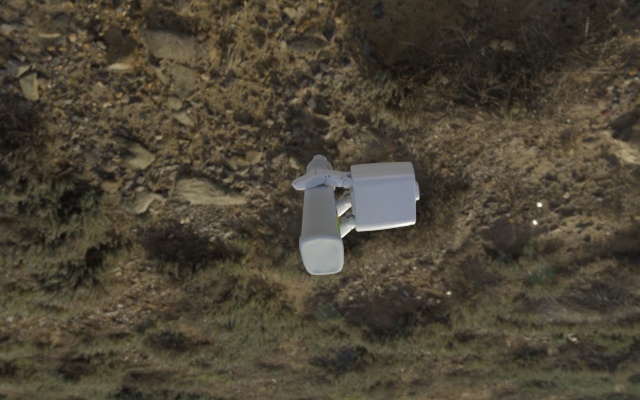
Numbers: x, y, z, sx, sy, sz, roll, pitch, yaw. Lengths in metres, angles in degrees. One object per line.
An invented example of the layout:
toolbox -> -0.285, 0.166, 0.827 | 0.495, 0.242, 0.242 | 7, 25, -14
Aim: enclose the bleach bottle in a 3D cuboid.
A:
bleach bottle -> 0.000, 0.003, 0.841 | 0.068, 0.103, 0.250 | -6, 45, 3
